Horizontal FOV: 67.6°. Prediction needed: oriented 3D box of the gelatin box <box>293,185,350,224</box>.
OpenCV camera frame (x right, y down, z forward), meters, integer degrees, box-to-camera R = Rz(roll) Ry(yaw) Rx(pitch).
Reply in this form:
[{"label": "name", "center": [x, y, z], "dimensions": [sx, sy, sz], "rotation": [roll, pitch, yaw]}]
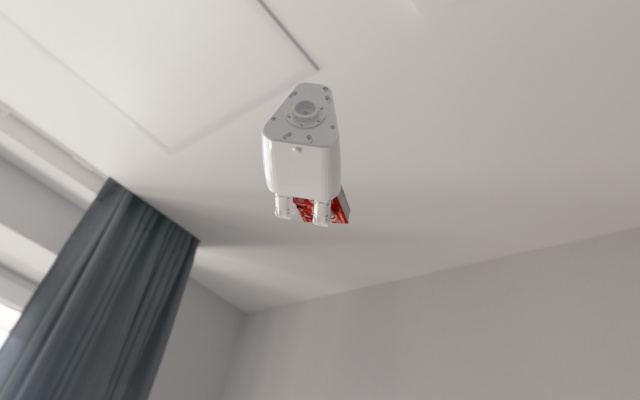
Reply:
[{"label": "gelatin box", "center": [0.000, 0.002, 0.718], "dimensions": [0.073, 0.030, 0.089], "rotation": [1, -31, 17]}]
